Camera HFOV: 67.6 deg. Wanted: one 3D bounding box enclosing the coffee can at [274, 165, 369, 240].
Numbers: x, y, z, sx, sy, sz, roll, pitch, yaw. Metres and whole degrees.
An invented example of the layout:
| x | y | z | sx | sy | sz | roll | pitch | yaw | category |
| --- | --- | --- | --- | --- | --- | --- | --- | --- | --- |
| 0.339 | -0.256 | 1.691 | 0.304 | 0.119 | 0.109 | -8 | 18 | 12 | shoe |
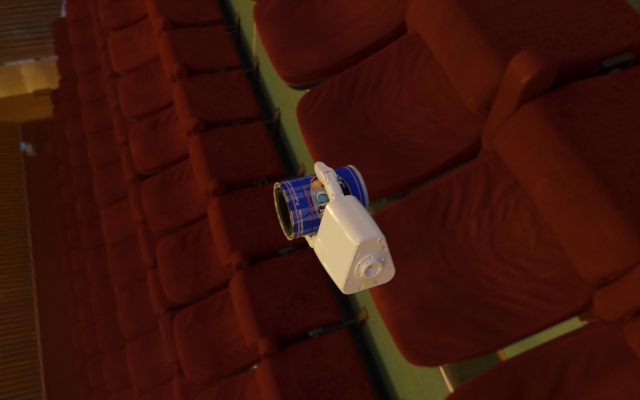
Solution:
| x | y | z | sx | sy | sz | roll | pitch | yaw | category |
| --- | --- | --- | --- | --- | --- | --- | --- | --- | --- |
| 0.000 | 0.003 | 0.837 | 0.140 | 0.103 | 0.103 | -14 | 4 | -17 | coffee can |
